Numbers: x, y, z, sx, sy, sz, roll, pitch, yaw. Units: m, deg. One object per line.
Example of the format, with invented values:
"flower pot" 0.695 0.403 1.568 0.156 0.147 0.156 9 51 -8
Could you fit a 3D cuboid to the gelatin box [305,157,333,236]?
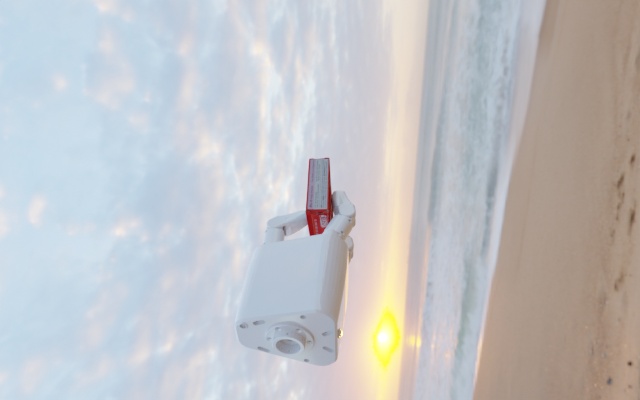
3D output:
"gelatin box" 0.000 0.002 0.608 0.030 0.089 0.073 -1 -39 3
